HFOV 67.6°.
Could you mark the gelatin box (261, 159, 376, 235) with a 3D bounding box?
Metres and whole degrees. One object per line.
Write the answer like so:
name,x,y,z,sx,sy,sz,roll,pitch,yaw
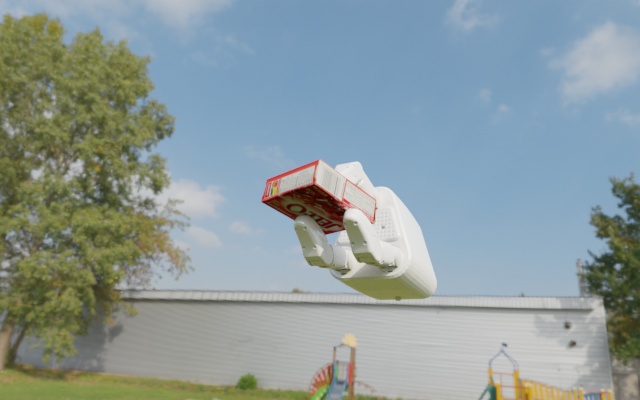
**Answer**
gelatin box,0.000,0.001,0.466,0.073,0.030,0.089,-16,-37,41
